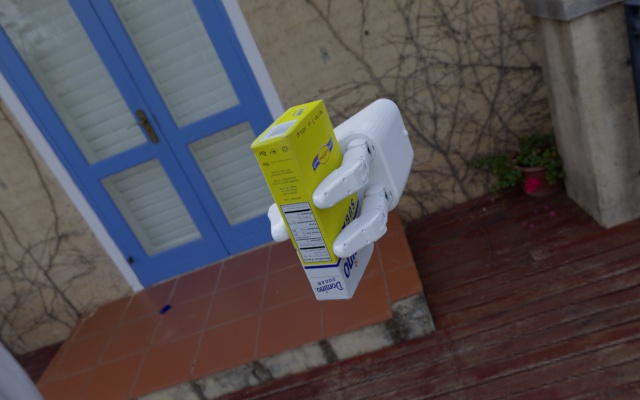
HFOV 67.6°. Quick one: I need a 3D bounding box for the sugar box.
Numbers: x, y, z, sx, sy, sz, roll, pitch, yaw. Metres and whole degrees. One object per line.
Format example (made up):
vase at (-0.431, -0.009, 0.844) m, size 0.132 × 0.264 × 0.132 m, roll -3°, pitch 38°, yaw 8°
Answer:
sugar box at (0.001, 0.001, 0.470) m, size 0.048 × 0.176 × 0.093 m, roll -10°, pitch 26°, yaw 29°
